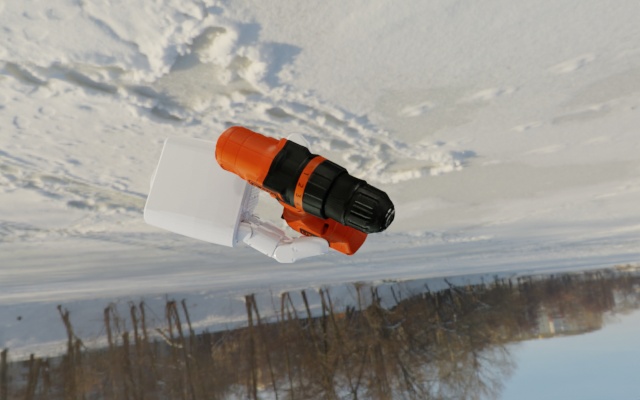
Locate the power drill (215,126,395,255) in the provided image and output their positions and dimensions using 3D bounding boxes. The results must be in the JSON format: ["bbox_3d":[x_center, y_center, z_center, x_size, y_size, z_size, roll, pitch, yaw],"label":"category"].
[{"bbox_3d":[0.000,0.002,0.495,0.184,0.057,0.188,27,-12,22],"label":"power drill"}]
